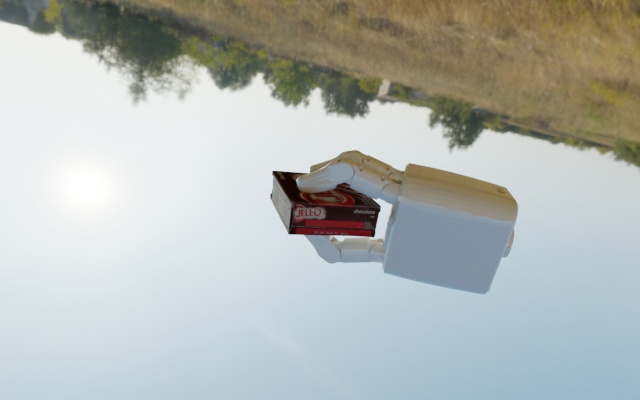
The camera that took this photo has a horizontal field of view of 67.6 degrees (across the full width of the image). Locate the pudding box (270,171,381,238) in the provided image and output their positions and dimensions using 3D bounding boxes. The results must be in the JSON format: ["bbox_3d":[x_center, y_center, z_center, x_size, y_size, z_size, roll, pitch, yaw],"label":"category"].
[{"bbox_3d":[0.000,0.002,0.501,0.090,0.039,0.113,4,15,-18],"label":"pudding box"}]
